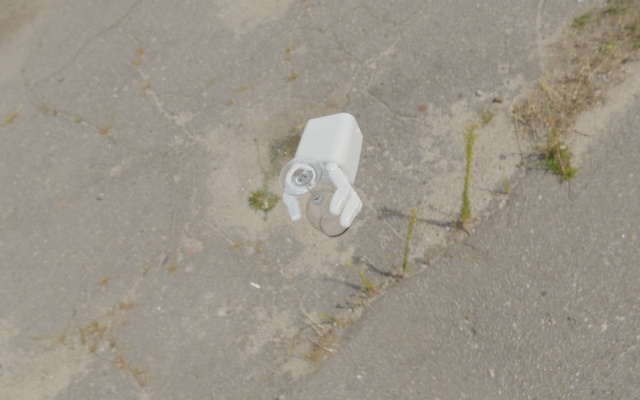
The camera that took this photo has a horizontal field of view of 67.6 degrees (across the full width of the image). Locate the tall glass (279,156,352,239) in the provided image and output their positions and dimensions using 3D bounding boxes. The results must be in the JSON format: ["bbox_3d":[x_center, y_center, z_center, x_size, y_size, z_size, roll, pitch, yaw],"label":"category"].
[{"bbox_3d":[0.000,0.003,0.856,0.079,0.079,0.201,0,-27,21],"label":"tall glass"}]
